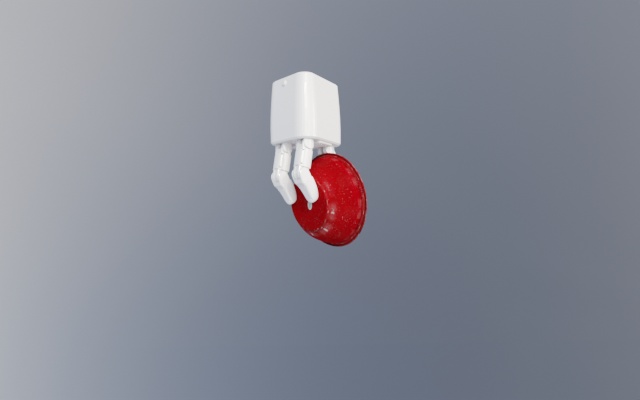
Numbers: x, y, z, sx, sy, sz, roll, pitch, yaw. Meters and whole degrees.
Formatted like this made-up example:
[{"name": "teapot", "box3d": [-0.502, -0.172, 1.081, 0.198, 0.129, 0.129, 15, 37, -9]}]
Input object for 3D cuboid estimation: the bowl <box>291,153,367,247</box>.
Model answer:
[{"name": "bowl", "box3d": [0.000, 0.004, 0.796, 0.055, 0.162, 0.162, -11, 7, -42]}]
